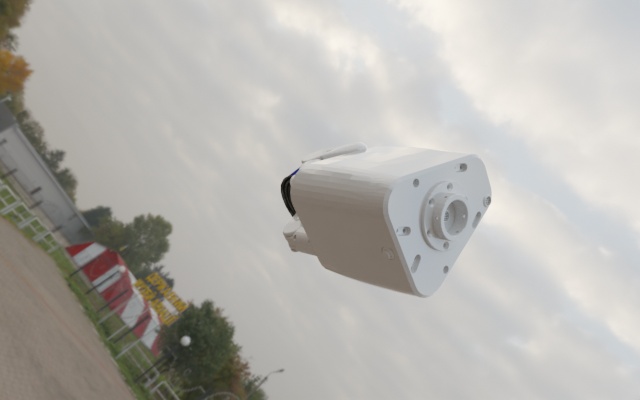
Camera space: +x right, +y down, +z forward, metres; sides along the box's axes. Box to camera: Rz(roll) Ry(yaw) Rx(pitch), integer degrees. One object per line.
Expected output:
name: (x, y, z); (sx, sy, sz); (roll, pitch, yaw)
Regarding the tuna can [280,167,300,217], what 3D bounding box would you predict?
tuna can: (0.000, 0.001, 0.499); (0.033, 0.086, 0.086); (-41, 22, -29)
